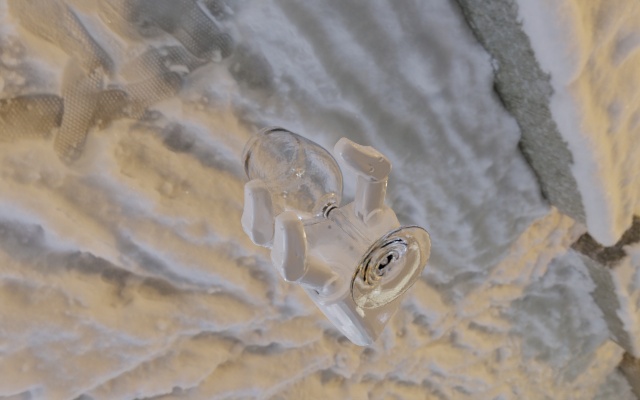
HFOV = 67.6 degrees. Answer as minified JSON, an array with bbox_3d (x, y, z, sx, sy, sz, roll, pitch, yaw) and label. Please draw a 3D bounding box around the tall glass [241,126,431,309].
[{"bbox_3d":[0.000,0.002,0.415,0.079,0.079,0.201,0,30,-38],"label":"tall glass"}]
